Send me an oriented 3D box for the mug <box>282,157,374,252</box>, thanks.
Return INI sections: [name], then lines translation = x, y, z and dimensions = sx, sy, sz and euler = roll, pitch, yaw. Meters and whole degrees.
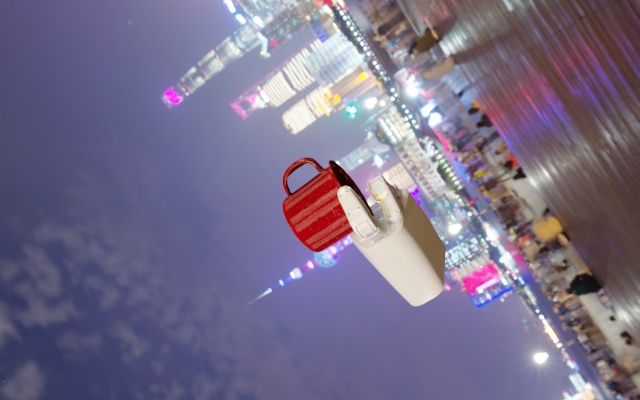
[mug]
translation = -0.001, 0.001, 0.585
dimensions = 0.081, 0.117, 0.093
euler = -35, 16, 14
